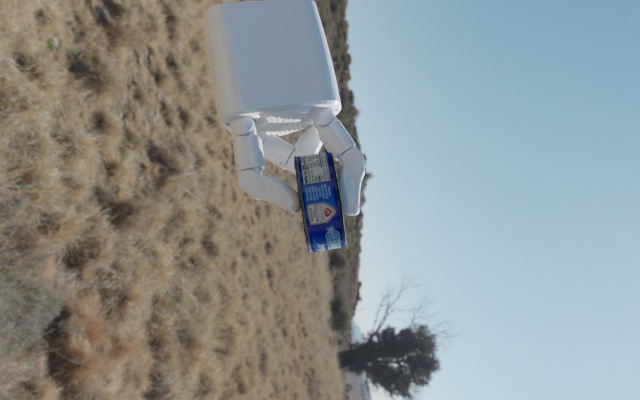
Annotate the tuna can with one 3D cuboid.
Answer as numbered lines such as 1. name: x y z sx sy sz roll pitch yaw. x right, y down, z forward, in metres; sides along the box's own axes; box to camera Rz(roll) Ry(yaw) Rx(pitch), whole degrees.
1. tuna can: 0.001 0.001 0.417 0.034 0.086 0.086 -9 0 0
